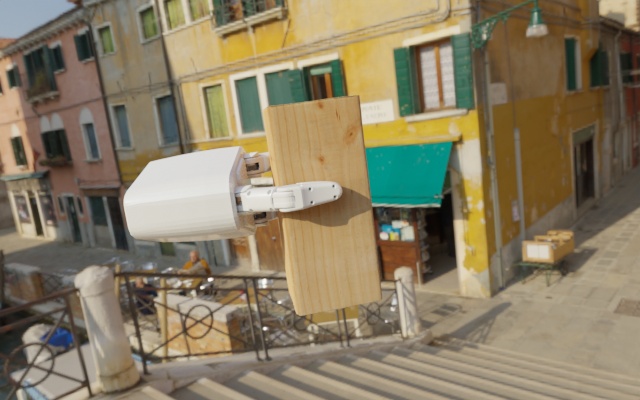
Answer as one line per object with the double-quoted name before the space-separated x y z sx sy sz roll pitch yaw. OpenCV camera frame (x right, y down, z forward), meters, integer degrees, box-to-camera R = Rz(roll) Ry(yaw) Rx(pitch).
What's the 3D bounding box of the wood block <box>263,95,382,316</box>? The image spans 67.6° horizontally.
"wood block" 0.000 0.002 0.502 0.090 0.206 0.091 -9 10 -9
